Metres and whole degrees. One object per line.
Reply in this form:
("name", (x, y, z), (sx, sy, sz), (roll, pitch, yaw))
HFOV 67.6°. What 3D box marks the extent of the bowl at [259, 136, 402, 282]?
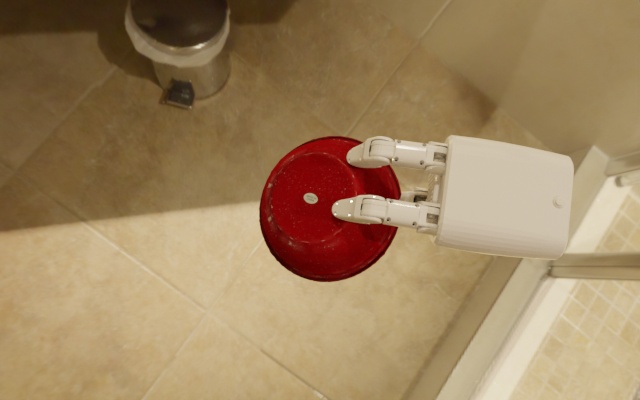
("bowl", (-0.001, 0.002, 0.494), (0.162, 0.162, 0.055), (0, -12, 18))
